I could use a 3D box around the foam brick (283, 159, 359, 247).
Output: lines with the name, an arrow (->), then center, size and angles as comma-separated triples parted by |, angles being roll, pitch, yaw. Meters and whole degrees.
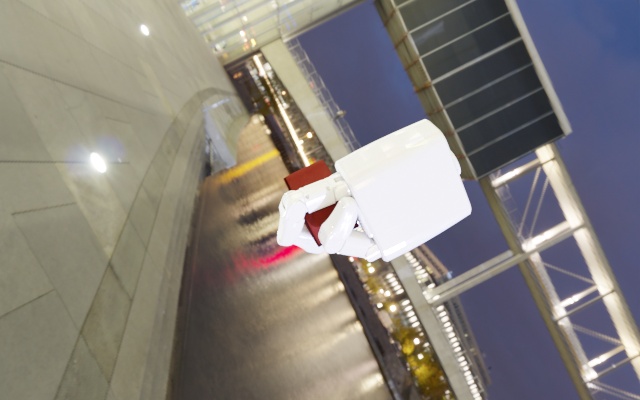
foam brick -> 0.000, 0.002, 0.529 | 0.051, 0.053, 0.078 | -28, 39, 0
